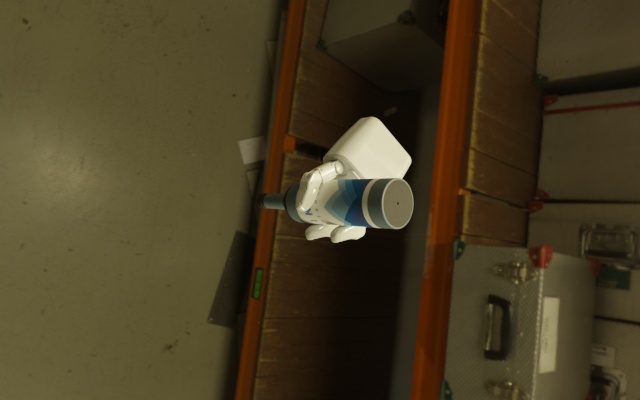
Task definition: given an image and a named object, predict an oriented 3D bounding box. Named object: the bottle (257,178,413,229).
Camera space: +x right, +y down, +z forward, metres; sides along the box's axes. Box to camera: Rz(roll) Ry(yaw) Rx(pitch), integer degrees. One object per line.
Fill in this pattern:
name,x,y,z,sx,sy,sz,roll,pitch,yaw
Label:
bottle,0.000,0.002,0.723,0.069,0.069,0.295,0,1,-43
